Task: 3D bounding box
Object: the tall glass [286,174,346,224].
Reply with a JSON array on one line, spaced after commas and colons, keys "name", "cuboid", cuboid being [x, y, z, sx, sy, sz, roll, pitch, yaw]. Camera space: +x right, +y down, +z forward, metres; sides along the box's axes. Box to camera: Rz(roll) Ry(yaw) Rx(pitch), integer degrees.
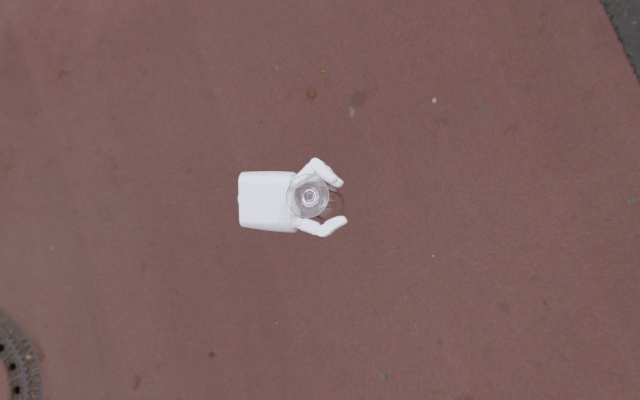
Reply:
[{"name": "tall glass", "cuboid": [0.000, 0.003, 0.894, 0.079, 0.079, 0.201, 0, -6, 13]}]
